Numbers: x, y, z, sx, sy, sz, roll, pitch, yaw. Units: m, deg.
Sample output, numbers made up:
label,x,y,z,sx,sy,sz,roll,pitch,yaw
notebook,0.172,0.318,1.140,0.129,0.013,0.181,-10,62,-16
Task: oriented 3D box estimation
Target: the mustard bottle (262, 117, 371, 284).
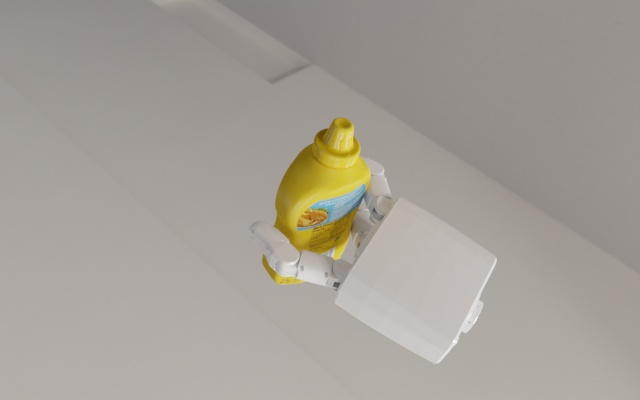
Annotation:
label,x,y,z,sx,sy,sz,roll,pitch,yaw
mustard bottle,0.000,0.001,0.461,0.096,0.058,0.192,-20,-34,-31
